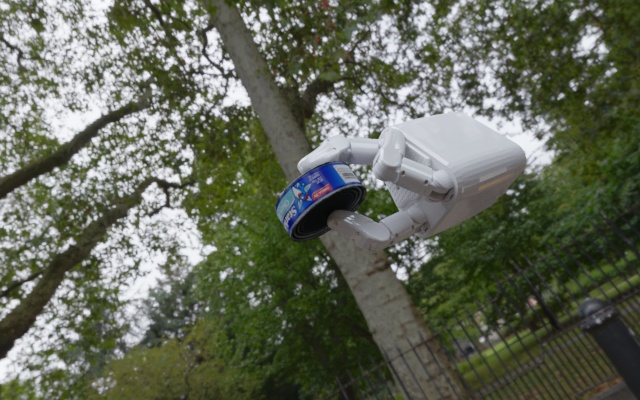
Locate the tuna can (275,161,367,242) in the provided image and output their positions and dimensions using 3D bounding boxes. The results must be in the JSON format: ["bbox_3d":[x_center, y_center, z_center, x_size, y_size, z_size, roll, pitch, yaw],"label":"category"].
[{"bbox_3d":[0.000,0.001,0.459,0.086,0.033,0.086,-30,-21,-13],"label":"tuna can"}]
